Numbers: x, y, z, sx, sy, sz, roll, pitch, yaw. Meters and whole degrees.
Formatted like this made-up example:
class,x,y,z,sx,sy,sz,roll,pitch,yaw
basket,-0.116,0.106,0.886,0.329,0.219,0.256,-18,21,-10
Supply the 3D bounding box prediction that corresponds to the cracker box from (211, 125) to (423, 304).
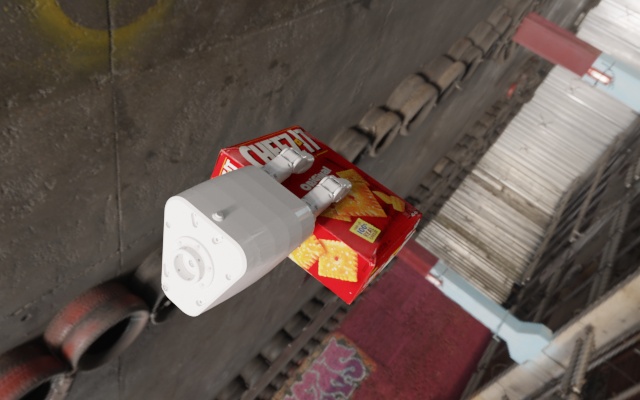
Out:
class,x,y,z,sx,sy,sz,roll,pitch,yaw
cracker box,0.000,0.002,0.576,0.213,0.072,0.164,37,32,15
